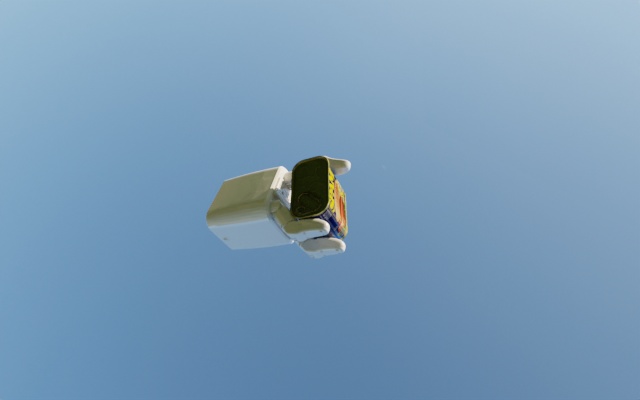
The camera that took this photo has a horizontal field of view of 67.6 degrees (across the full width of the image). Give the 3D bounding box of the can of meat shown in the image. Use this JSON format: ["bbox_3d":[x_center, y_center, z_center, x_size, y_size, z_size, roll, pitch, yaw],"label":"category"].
[{"bbox_3d":[0.000,0.002,0.688,0.057,0.102,0.084,-13,-38,17],"label":"can of meat"}]
